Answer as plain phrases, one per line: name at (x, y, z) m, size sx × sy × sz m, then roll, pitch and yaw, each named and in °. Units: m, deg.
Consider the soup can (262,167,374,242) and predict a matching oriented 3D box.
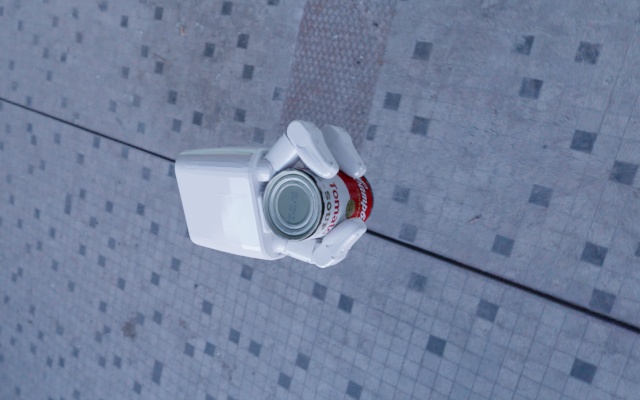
soup can at (0.000, 0.002, 0.465) m, size 0.068 × 0.068 × 0.102 m, roll 0°, pitch 3°, yaw 32°
